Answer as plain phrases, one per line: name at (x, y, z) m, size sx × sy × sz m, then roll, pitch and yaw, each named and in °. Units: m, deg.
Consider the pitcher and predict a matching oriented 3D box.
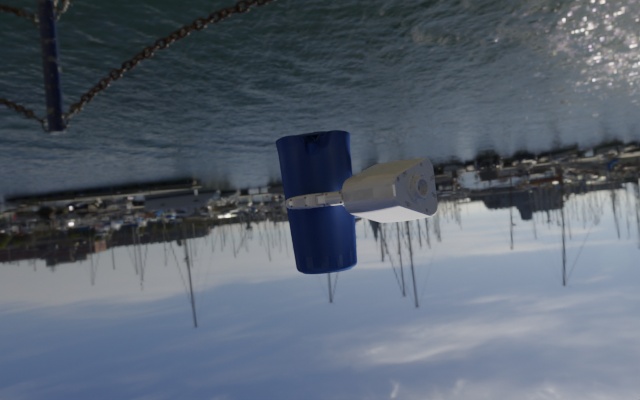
pitcher at (0.000, 0.003, 0.854) m, size 0.149 × 0.243 × 0.145 m, roll -4°, pitch -3°, yaw -44°
